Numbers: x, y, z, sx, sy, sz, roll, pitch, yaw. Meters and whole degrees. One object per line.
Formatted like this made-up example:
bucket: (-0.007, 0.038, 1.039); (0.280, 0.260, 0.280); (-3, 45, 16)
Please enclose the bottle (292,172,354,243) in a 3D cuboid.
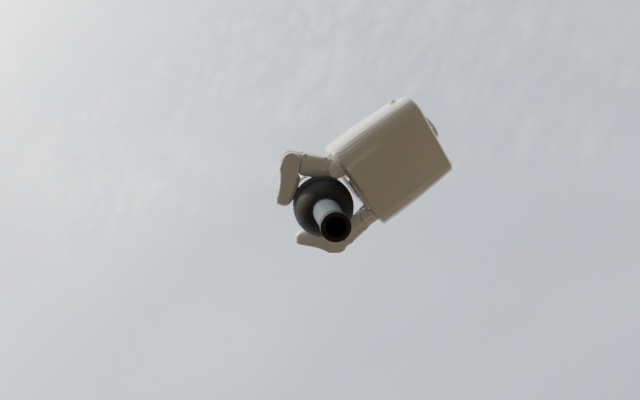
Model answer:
bottle: (0.000, 0.002, 0.558); (0.069, 0.069, 0.295); (0, 8, -5)
